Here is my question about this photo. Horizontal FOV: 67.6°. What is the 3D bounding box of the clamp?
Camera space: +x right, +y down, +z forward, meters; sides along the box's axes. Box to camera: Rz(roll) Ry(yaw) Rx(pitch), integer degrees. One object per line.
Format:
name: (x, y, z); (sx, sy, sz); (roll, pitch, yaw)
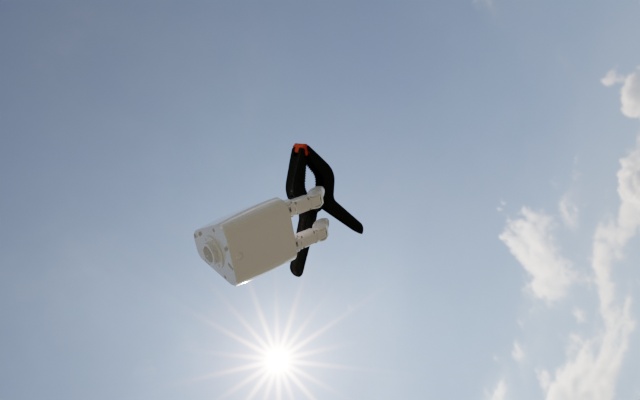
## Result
clamp: (-0.001, 0.002, 0.794); (0.164, 0.210, 0.036); (-24, 22, -37)
